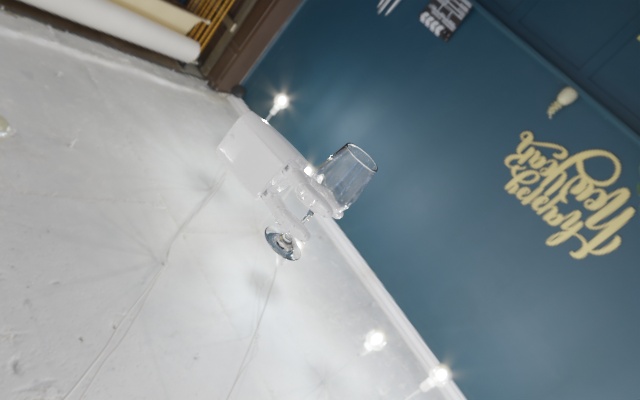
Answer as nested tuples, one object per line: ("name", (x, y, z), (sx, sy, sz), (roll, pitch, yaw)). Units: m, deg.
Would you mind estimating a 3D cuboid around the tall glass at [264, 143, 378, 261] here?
("tall glass", (0.000, 0.003, 0.747), (0.201, 0.079, 0.079), (-47, -22, 22))
